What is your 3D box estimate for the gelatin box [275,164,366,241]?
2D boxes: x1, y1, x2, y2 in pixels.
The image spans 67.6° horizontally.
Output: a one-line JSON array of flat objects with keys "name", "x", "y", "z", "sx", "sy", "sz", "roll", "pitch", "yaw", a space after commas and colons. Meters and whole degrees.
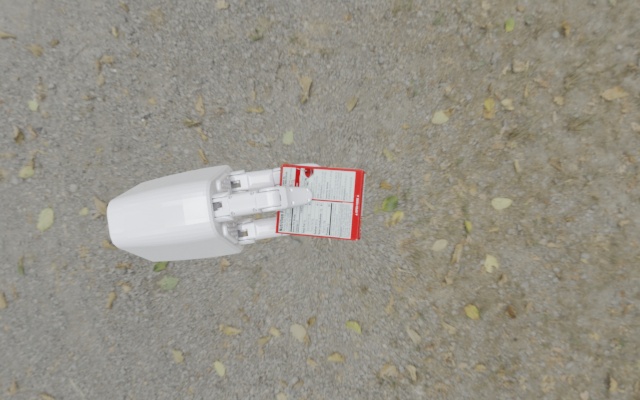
[{"name": "gelatin box", "x": 0.000, "y": 0.002, "z": 0.500, "sx": 0.089, "sy": 0.073, "sz": 0.030, "roll": 4, "pitch": 0, "yaw": 10}]
